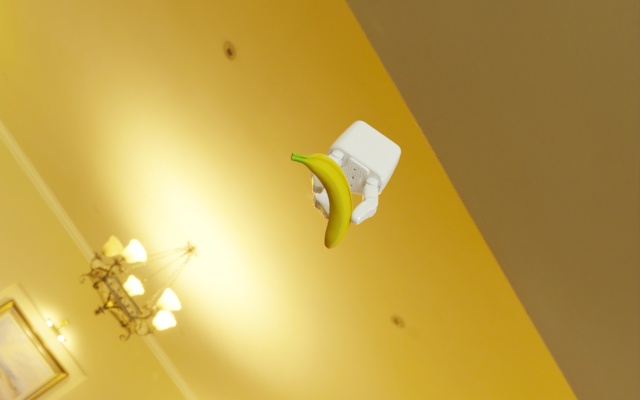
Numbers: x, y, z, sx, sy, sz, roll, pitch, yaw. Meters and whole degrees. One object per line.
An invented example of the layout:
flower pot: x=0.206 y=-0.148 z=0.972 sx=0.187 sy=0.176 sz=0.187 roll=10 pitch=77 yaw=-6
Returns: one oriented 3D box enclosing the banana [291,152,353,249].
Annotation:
banana: x=0.017 y=-0.002 z=0.748 sx=0.069 sy=0.198 sz=0.037 roll=-5 pitch=38 yaw=20
